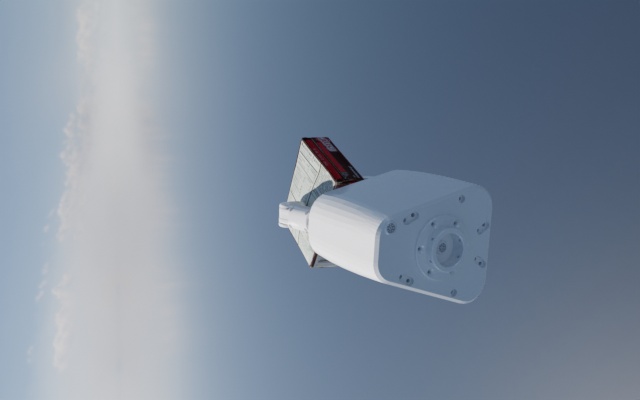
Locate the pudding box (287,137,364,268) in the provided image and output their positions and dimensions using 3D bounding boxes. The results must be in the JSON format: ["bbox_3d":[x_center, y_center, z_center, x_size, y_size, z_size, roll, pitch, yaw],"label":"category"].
[{"bbox_3d":[0.000,0.002,0.508,0.039,0.114,0.090,-1,36,-28],"label":"pudding box"}]
